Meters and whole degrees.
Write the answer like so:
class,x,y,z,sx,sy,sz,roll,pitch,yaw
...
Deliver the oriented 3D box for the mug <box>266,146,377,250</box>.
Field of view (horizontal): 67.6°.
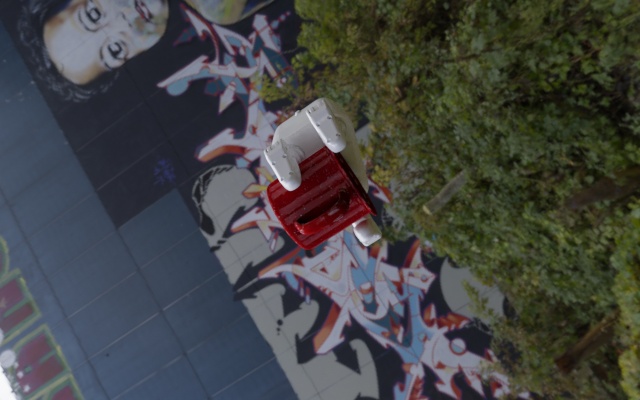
class,x,y,z,sx,sy,sz,roll,pitch,yaw
mug,0.000,0.002,0.477,0.081,0.093,0.117,-33,21,9
